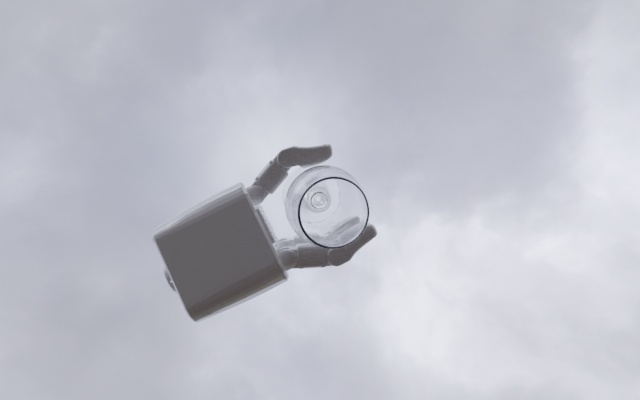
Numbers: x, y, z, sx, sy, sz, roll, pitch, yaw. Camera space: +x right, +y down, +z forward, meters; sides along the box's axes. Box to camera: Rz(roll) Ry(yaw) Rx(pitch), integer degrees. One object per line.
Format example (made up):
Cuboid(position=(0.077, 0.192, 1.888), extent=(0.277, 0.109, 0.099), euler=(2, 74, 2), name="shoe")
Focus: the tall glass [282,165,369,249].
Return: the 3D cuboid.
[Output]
Cuboid(position=(0.000, 0.001, 0.501), extent=(0.079, 0.079, 0.201), euler=(0, 5, -7), name="tall glass")
